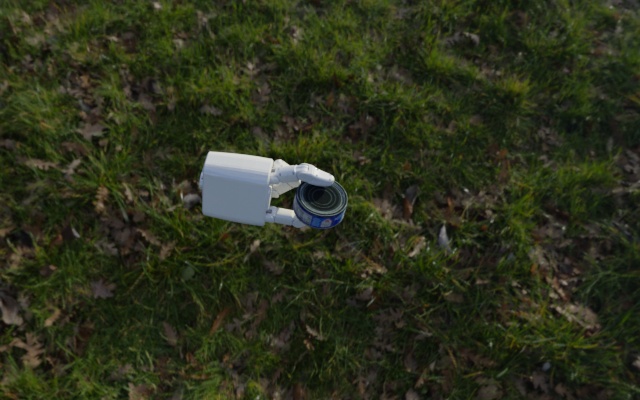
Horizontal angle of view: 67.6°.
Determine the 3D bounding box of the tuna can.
[{"bbox_3d":[0.000,0.002,0.768,0.086,0.086,0.034,0,-39,-14],"label":"tuna can"}]
